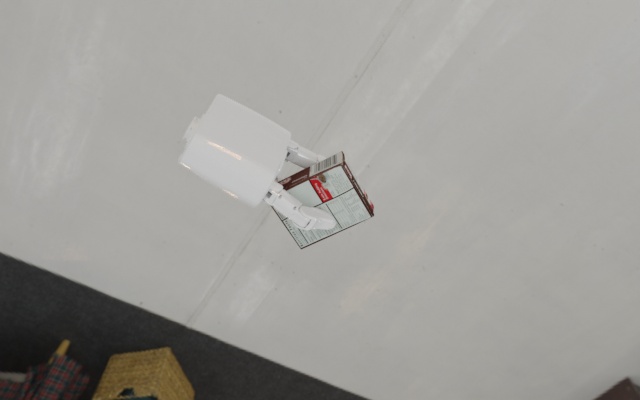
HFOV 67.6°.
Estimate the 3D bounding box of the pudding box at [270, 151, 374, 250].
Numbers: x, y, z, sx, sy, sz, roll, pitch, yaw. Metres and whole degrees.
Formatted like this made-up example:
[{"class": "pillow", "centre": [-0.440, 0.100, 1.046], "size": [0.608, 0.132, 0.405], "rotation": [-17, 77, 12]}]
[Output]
[{"class": "pudding box", "centre": [0.000, 0.002, 0.617], "size": [0.113, 0.090, 0.039], "rotation": [-24, 27, 17]}]
